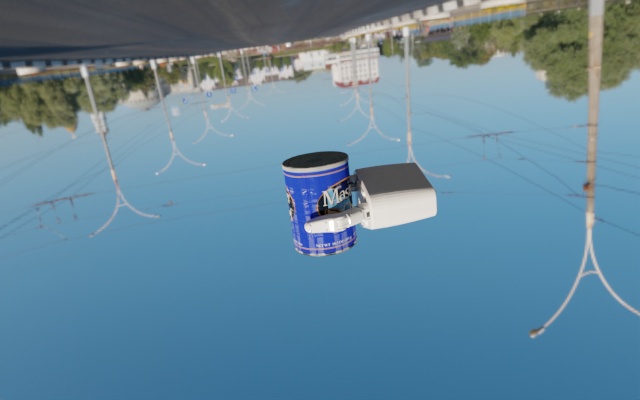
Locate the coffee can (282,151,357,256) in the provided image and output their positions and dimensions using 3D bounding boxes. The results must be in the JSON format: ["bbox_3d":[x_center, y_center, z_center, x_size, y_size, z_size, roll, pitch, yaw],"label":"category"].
[{"bbox_3d":[0.000,0.002,0.750,0.103,0.140,0.102,-7,18,2],"label":"coffee can"}]
